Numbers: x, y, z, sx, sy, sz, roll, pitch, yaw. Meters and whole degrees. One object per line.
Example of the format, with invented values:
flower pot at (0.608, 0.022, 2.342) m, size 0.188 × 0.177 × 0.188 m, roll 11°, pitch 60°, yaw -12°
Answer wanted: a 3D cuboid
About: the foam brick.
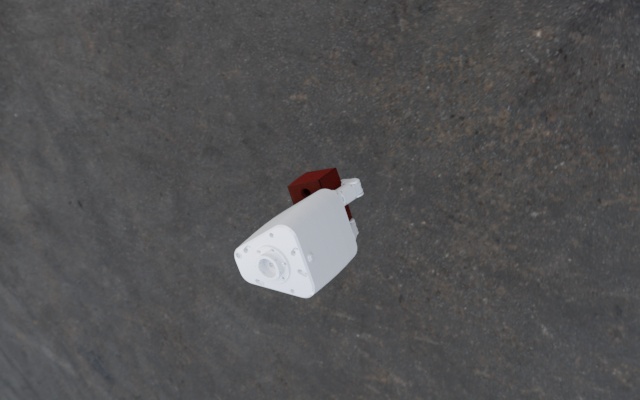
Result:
foam brick at (0.000, 0.002, 0.643) m, size 0.053 × 0.078 × 0.051 m, roll -10°, pitch 16°, yaw 35°
